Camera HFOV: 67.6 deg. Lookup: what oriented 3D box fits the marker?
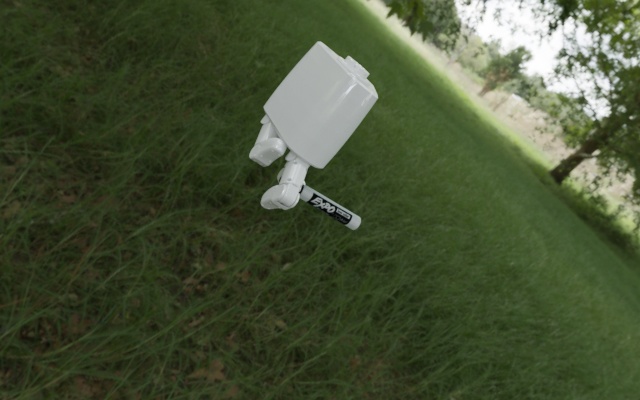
[{"bbox_3d":[0.000,0.002,0.579,0.121,0.020,0.020,31,-16,-29],"label":"marker"}]
